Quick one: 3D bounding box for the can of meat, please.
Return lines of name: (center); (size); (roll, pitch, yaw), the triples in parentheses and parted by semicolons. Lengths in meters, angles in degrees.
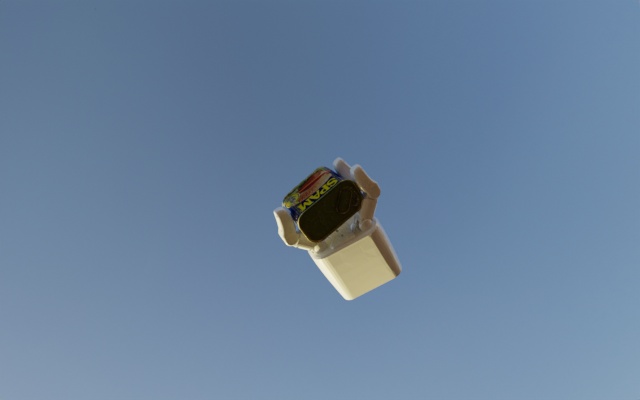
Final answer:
can of meat: (0.000, 0.002, 0.707); (0.102, 0.057, 0.084); (-40, 30, -6)
